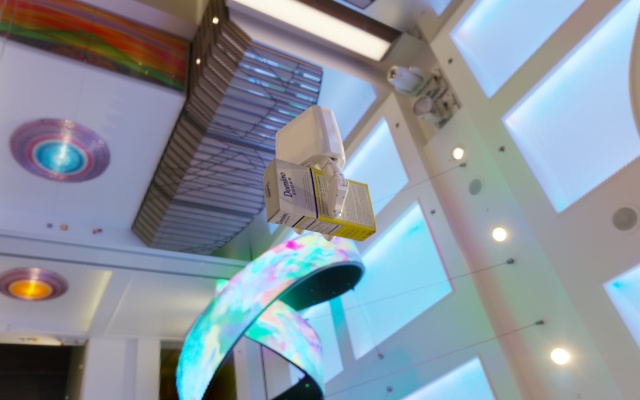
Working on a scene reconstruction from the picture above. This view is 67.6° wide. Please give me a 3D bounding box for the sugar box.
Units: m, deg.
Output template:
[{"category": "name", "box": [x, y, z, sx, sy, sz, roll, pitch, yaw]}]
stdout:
[{"category": "sugar box", "box": [0.000, 0.003, 0.729, 0.176, 0.093, 0.048, 13, -38, -29]}]
